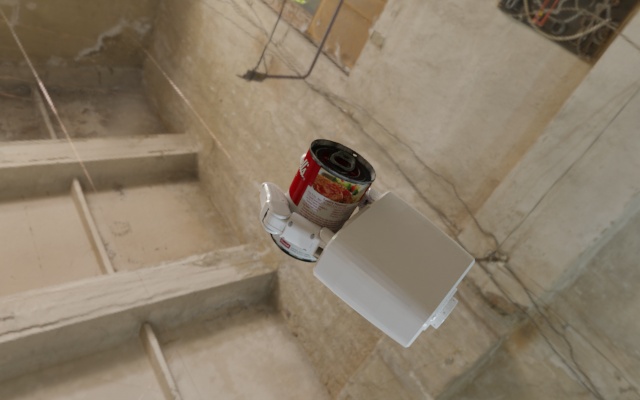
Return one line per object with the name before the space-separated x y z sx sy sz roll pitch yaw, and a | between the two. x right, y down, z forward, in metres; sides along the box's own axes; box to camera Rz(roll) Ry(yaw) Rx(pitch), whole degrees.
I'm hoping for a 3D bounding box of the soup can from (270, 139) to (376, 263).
soup can | 0.000 0.001 0.463 0.068 0.102 0.068 22 29 -13
